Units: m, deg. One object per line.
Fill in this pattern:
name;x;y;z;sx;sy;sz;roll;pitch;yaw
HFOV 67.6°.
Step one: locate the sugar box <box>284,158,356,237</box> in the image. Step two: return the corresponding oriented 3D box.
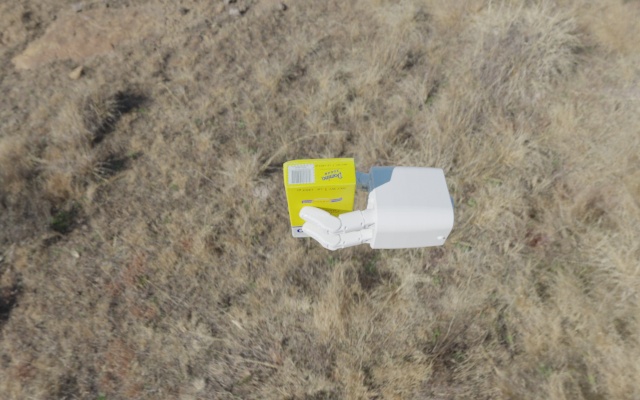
sugar box;0.000;0.003;0.685;0.093;0.048;0.176;-2;-28;0
